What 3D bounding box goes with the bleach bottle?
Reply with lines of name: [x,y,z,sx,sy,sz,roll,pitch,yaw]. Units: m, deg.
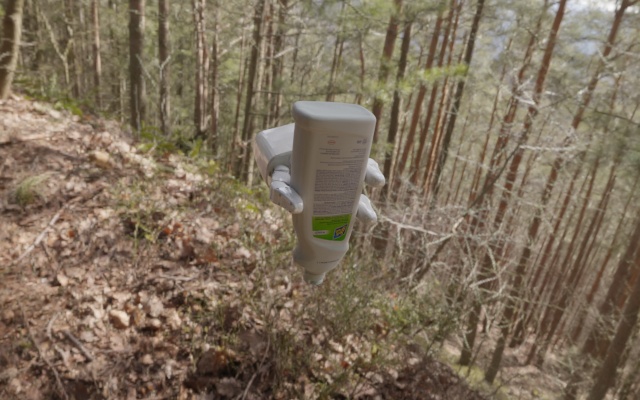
bleach bottle: [0.000,0.002,0.622,0.102,0.251,0.068,-1,29,-21]
